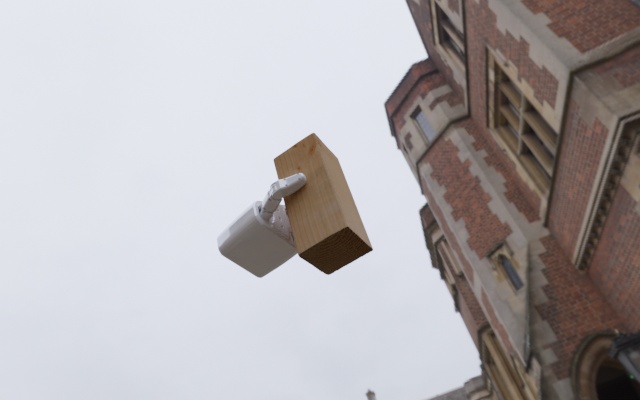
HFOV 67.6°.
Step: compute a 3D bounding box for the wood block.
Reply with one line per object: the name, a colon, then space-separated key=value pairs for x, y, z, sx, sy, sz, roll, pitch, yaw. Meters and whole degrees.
wood block: x=0.000 y=0.003 z=0.780 sx=0.090 sy=0.206 sz=0.091 roll=-31 pitch=-40 yaw=16
